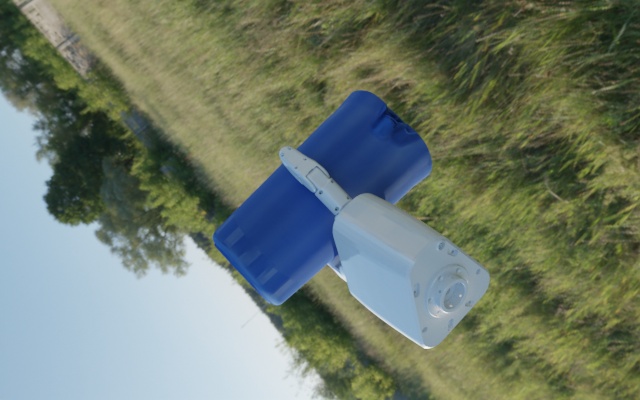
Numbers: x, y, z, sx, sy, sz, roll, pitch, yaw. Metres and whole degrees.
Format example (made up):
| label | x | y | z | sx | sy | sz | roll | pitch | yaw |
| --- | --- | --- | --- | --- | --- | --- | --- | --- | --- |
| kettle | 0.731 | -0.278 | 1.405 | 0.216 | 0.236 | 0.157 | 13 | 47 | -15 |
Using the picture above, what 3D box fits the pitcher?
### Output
| label | x | y | z | sx | sy | sz | roll | pitch | yaw |
| --- | --- | --- | --- | --- | --- | --- | --- | --- | --- |
| pitcher | 0.000 | 0.002 | 0.555 | 0.145 | 0.243 | 0.149 | 33 | -18 | 50 |
